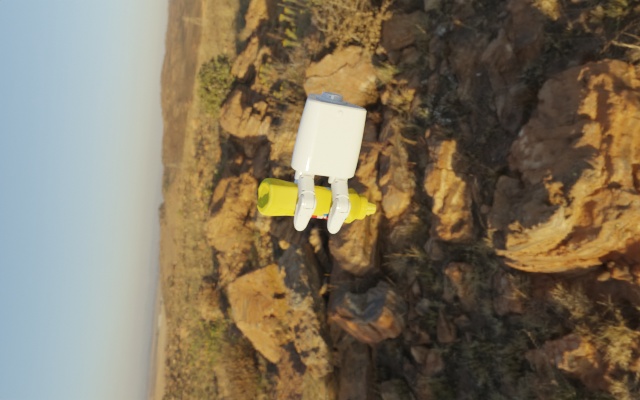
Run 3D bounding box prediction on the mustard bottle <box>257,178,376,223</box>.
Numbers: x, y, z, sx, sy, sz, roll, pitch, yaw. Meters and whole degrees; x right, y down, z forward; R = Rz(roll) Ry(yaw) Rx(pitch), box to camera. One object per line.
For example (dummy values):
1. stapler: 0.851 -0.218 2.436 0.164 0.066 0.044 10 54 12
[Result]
1. mustard bottle: 0.000 0.003 0.770 0.191 0.058 0.096 6 -5 -19
